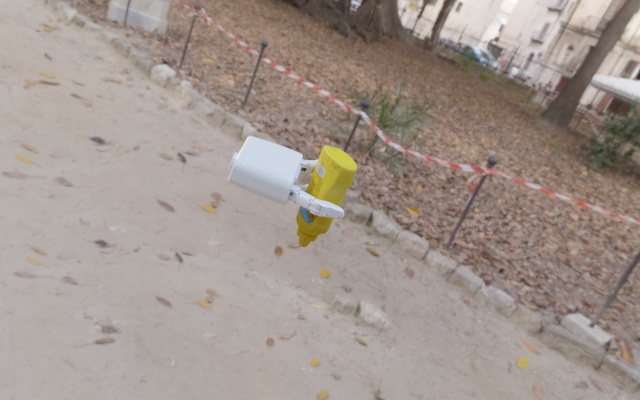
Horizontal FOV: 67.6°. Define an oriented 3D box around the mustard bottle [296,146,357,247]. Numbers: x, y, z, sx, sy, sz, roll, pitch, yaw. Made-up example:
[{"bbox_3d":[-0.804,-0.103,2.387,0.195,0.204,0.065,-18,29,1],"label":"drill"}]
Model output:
[{"bbox_3d":[0.001,0.003,0.875,0.058,0.192,0.096,12,24,-28],"label":"mustard bottle"}]
